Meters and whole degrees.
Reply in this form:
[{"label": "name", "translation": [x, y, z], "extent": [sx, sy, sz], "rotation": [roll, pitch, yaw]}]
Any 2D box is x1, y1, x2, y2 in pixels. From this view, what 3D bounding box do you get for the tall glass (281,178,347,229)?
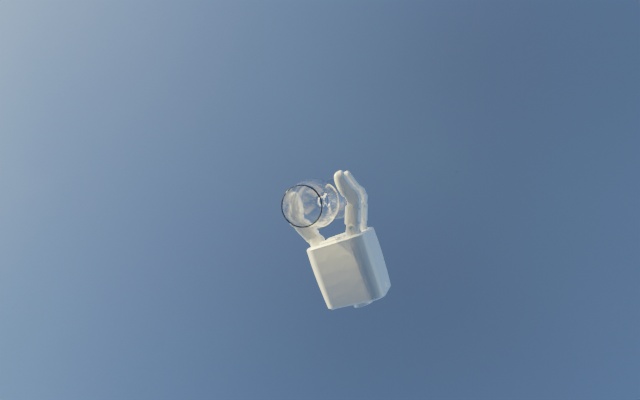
[{"label": "tall glass", "translation": [0.000, 0.002, 0.771], "extent": [0.079, 0.079, 0.201], "rotation": [0, 3, 16]}]
